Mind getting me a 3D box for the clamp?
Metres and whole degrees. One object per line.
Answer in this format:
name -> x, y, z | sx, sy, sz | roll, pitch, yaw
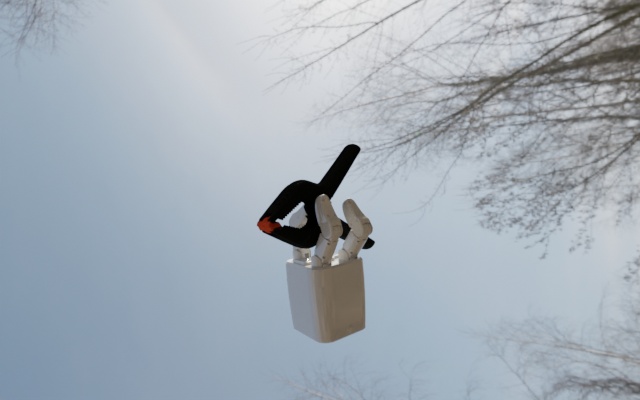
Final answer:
clamp -> -0.001, 0.003, 0.679 | 0.210, 0.164, 0.036 | -7, 3, -44
